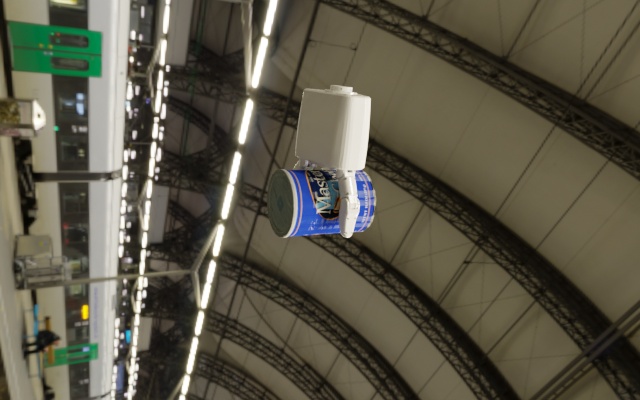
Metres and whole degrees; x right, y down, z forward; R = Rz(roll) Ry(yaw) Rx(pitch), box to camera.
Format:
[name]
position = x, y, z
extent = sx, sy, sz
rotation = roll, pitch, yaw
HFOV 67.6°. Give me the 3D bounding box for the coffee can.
[coffee can]
position = 0.000, 0.003, 0.745
extent = 0.140, 0.103, 0.103
rotation = -2, 1, -28
